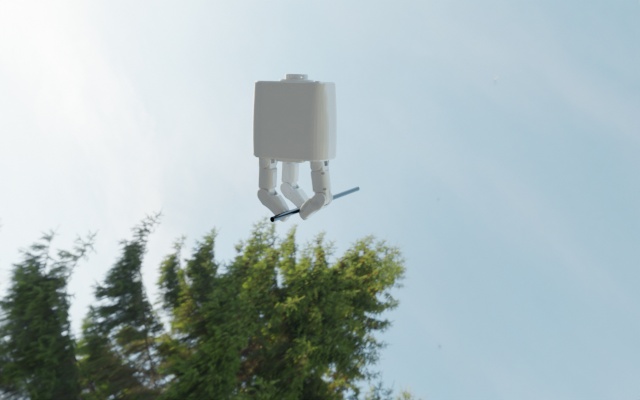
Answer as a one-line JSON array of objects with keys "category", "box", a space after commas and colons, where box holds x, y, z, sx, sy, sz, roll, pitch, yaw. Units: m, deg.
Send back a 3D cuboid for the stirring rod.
[{"category": "stirring rod", "box": [0.000, 0.002, 0.745, 0.011, 0.011, 0.239, 0, 11, 34]}]
